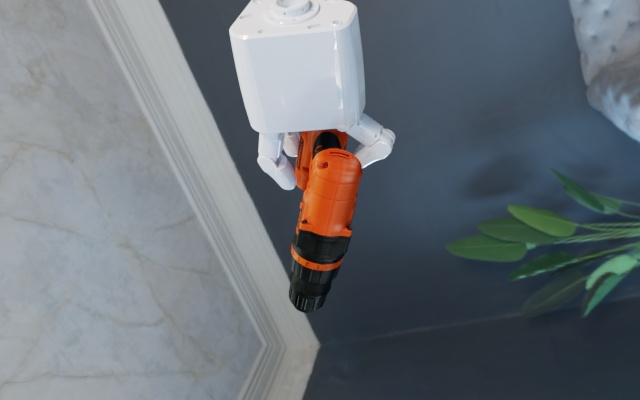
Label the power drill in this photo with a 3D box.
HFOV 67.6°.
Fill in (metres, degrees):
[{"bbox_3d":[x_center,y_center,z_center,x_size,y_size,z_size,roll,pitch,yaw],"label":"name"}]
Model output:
[{"bbox_3d":[0.000,0.001,0.518,0.057,0.184,0.187,9,31,-9],"label":"power drill"}]
